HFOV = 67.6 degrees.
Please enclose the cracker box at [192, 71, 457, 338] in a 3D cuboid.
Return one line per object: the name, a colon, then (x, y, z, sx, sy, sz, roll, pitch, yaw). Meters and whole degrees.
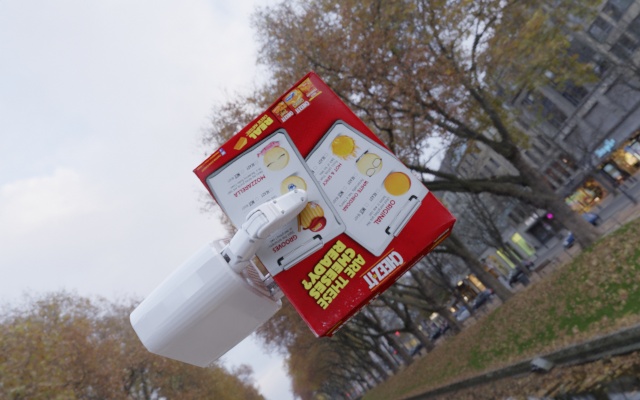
cracker box: (0.000, 0.001, 0.482, 0.164, 0.213, 0.072, -40, -19, -1)
